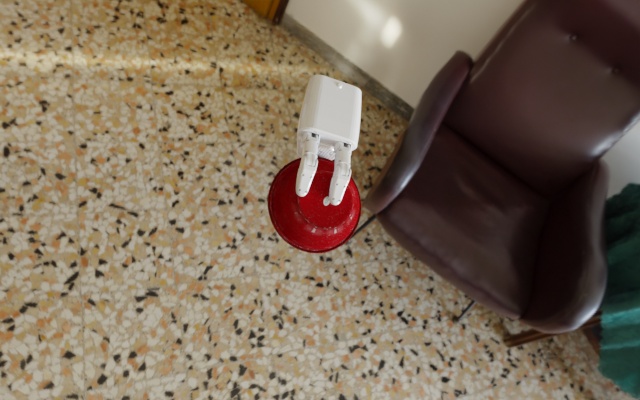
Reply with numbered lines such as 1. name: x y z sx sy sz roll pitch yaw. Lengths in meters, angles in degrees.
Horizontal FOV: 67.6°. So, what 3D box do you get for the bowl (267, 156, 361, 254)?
1. bowl: 0.000 0.004 0.759 0.162 0.162 0.055 0 -8 -19
